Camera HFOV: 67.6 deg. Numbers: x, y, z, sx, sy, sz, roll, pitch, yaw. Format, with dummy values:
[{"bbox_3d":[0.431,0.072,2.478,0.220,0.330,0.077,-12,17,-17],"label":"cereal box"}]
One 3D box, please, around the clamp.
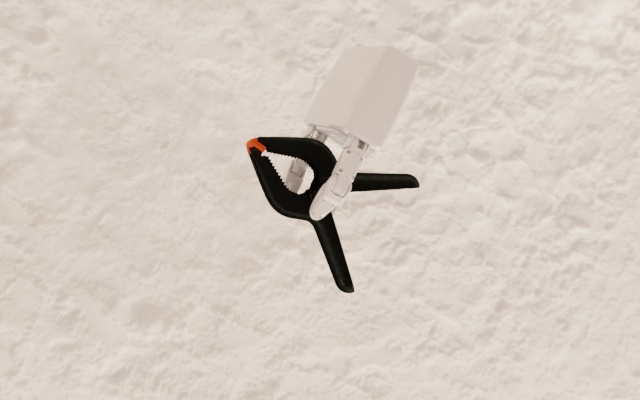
[{"bbox_3d":[0.000,0.001,0.551,0.210,0.164,0.036,28,-6,-18],"label":"clamp"}]
